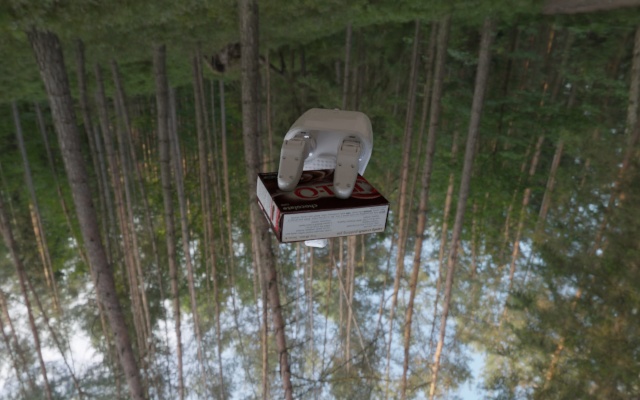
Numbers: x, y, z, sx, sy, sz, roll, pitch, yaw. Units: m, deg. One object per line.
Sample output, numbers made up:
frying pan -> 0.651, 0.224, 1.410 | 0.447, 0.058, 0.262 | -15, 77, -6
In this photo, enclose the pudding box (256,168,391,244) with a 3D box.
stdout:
pudding box -> 0.000, 0.002, 0.481 | 0.113, 0.039, 0.090 | -7, 28, -20
